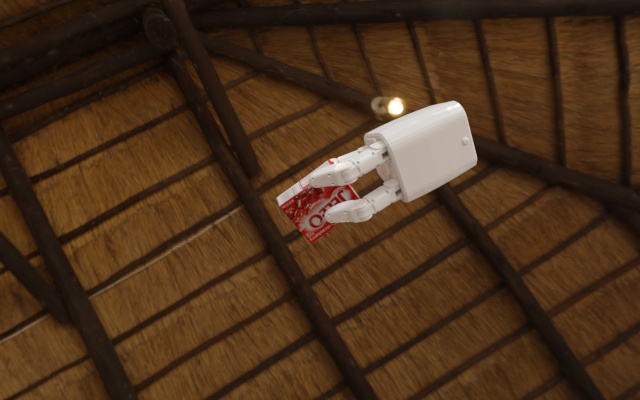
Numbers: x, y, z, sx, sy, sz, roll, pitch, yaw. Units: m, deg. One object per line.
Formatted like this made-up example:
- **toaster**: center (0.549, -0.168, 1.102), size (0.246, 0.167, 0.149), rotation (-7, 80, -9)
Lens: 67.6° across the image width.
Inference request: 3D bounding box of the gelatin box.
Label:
- **gelatin box**: center (0.000, 0.002, 0.620), size (0.089, 0.073, 0.030), rotation (-36, 28, 5)
